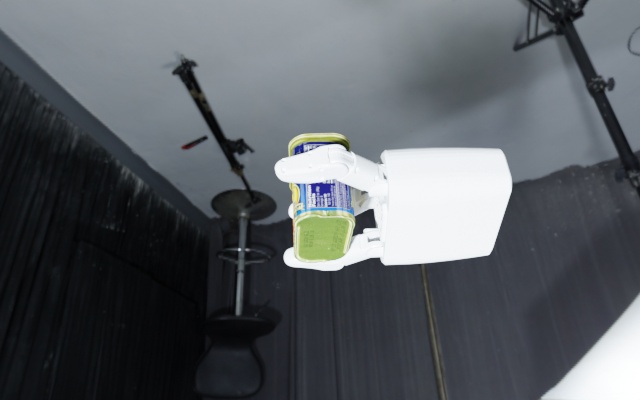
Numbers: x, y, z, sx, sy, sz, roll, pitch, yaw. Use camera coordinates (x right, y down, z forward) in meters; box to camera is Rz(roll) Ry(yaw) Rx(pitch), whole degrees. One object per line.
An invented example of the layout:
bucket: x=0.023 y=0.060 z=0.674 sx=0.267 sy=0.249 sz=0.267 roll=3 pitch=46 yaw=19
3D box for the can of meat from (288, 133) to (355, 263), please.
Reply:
can of meat: x=0.000 y=0.002 z=0.448 sx=0.057 sy=0.084 sz=0.102 roll=-1 pitch=-30 yaw=-4
